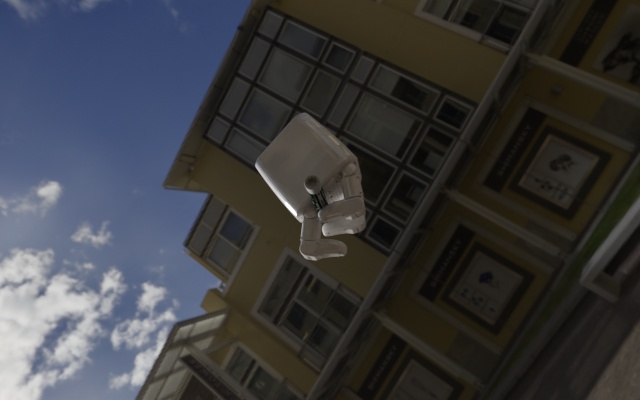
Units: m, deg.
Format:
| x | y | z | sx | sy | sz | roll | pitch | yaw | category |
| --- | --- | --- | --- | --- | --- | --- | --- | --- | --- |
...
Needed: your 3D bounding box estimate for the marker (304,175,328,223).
| x | y | z | sx | sy | sz | roll | pitch | yaw | category |
| --- | --- | --- | --- | --- | --- | --- | --- | --- | --- |
| 0.000 | 0.002 | 0.610 | 0.020 | 0.020 | 0.121 | 0 | -23 | 11 | marker |
